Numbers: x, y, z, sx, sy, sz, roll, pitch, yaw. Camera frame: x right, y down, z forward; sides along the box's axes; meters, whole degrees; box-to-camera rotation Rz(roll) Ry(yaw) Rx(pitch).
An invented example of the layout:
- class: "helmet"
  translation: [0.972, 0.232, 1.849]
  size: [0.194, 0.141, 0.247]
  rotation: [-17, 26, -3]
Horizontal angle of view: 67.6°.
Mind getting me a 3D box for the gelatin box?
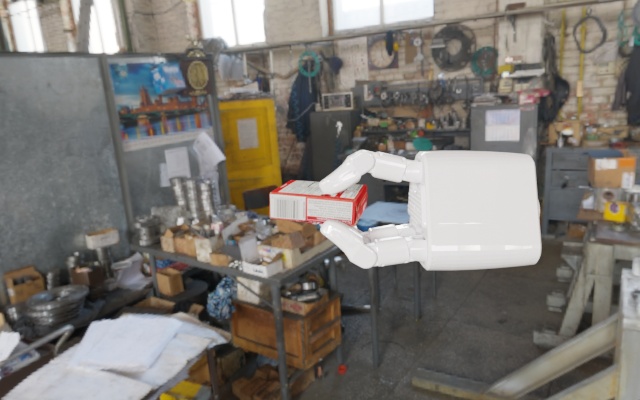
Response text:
- class: "gelatin box"
  translation: [0.000, 0.001, 0.494]
  size: [0.089, 0.030, 0.073]
  rotation: [5, 14, 12]
